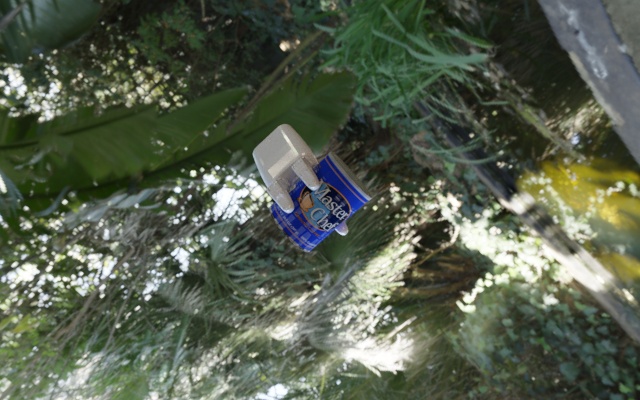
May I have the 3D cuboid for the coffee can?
[{"bbox_3d":[0.000,0.003,0.796,0.140,0.103,0.103,-41,-8,9],"label":"coffee can"}]
